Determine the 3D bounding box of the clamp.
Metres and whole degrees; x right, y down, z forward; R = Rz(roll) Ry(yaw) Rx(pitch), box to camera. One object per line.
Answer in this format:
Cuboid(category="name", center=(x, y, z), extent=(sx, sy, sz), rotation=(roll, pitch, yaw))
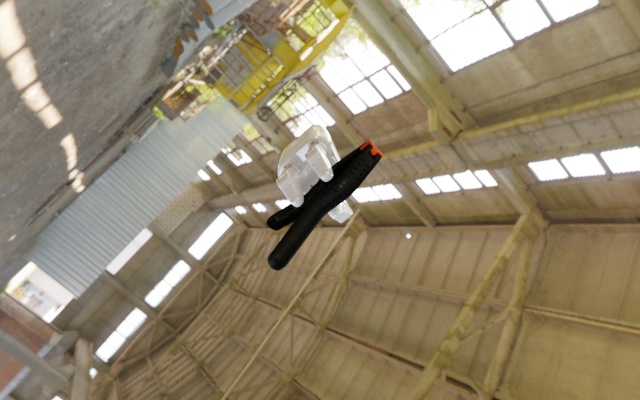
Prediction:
Cuboid(category="clamp", center=(0.001, 0.002, 0.655), extent=(0.210, 0.036, 0.164), rotation=(-40, 18, 13))
